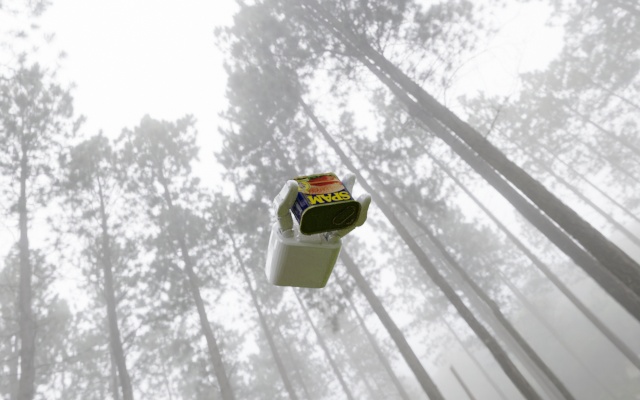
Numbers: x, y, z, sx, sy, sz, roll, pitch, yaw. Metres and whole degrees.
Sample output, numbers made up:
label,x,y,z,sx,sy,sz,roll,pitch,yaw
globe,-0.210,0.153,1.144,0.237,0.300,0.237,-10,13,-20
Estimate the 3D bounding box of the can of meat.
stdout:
label,x,y,z,sx,sy,sz,roll,pitch,yaw
can of meat,0.000,0.002,0.760,0.102,0.057,0.084,-8,41,-24
